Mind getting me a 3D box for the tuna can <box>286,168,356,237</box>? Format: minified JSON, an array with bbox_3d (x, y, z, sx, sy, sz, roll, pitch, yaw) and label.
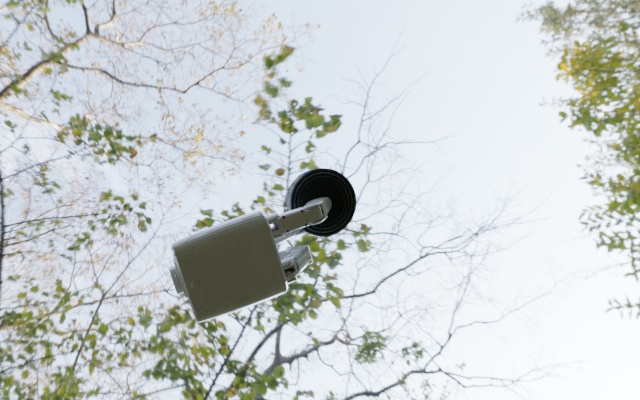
[{"bbox_3d":[0.000,0.002,0.610,0.086,0.086,0.034,0,2,-16],"label":"tuna can"}]
